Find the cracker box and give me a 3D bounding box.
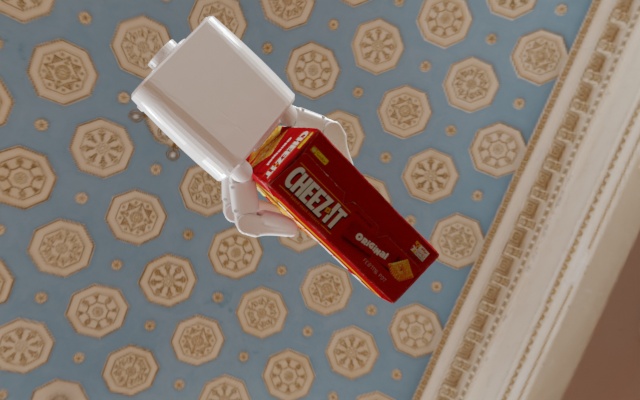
[{"bbox_3d":[0.000,0.001,0.498,0.164,0.072,0.213,44,-4,-20],"label":"cracker box"}]
